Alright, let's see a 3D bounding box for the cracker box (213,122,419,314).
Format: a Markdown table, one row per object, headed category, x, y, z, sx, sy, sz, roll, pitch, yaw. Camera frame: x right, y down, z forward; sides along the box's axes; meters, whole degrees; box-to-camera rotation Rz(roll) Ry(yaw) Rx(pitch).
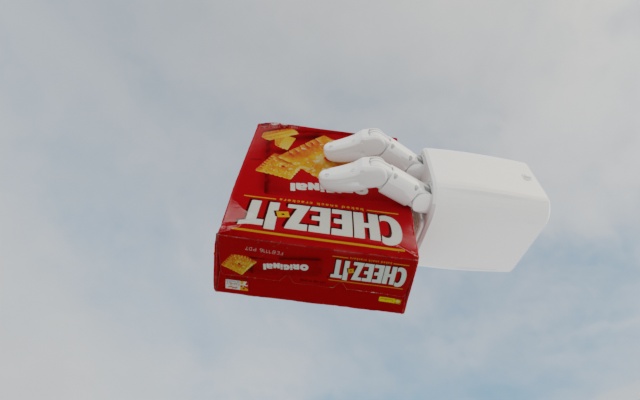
| category | x | y | z | sx | sy | sz | roll | pitch | yaw |
| --- | --- | --- | --- | --- | --- | --- | --- | --- | --- |
| cracker box | 0.000 | 0.002 | 0.471 | 0.164 | 0.072 | 0.213 | 7 | 33 | -1 |
